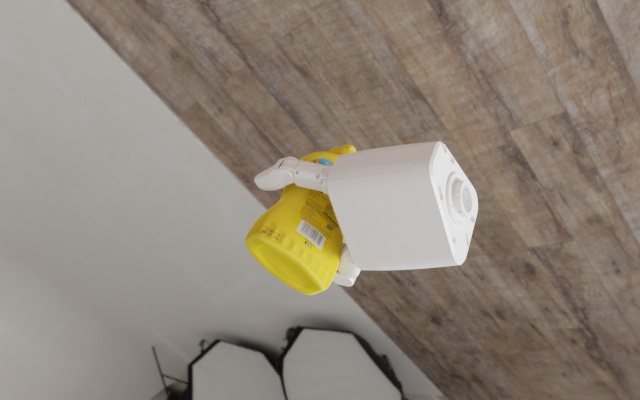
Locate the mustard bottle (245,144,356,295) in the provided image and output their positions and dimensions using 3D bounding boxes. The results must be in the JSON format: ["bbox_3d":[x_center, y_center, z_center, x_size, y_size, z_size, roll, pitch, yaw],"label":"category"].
[{"bbox_3d":[0.000,0.002,0.531,0.096,0.191,0.058,40,-39,-13],"label":"mustard bottle"}]
